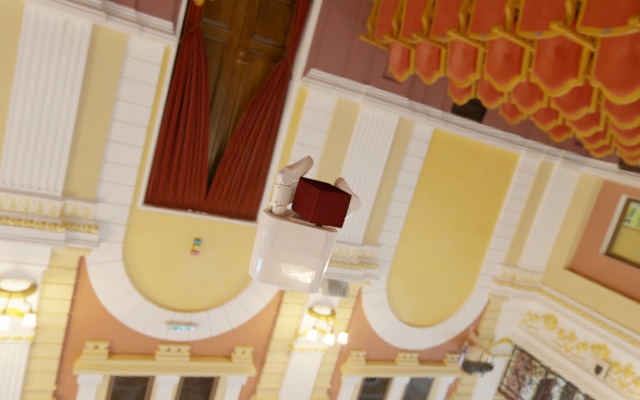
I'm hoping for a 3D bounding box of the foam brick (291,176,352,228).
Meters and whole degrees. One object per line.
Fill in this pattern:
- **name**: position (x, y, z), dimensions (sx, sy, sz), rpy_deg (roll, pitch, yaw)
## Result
- **foam brick**: position (0.000, 0.002, 0.685), dimensions (0.053, 0.051, 0.078), rpy_deg (12, 9, -27)
